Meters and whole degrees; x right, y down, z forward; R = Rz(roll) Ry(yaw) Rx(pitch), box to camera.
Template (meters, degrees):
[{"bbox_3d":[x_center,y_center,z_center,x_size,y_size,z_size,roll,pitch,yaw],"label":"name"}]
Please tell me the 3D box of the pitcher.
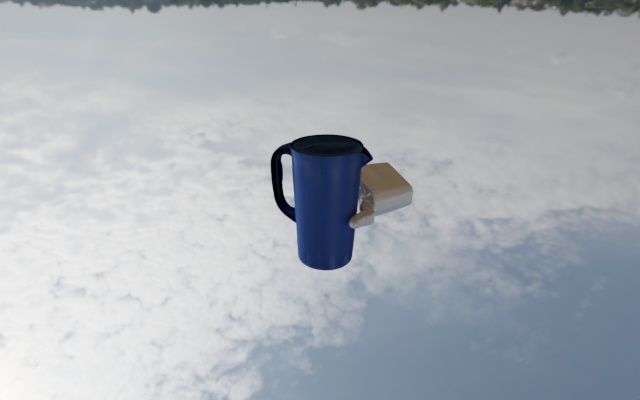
[{"bbox_3d":[0.000,0.003,0.899,0.145,0.243,0.149,-13,28,-29],"label":"pitcher"}]
